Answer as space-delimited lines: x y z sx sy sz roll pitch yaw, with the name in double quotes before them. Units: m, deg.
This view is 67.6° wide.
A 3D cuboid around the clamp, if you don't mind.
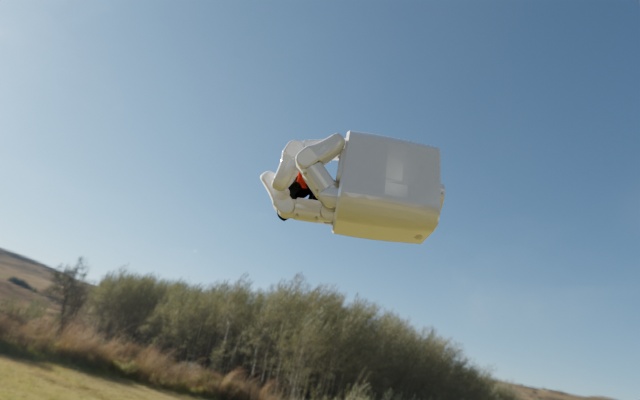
"clamp" 0.000 0.001 0.619 0.120 0.039 0.171 7 -18 0
